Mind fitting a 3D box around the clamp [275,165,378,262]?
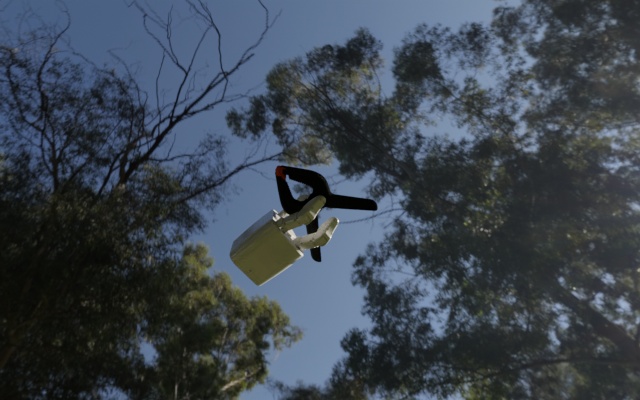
[{"bbox_3d":[-0.001,0.002,0.886,0.164,0.210,0.036,-38,30,2],"label":"clamp"}]
